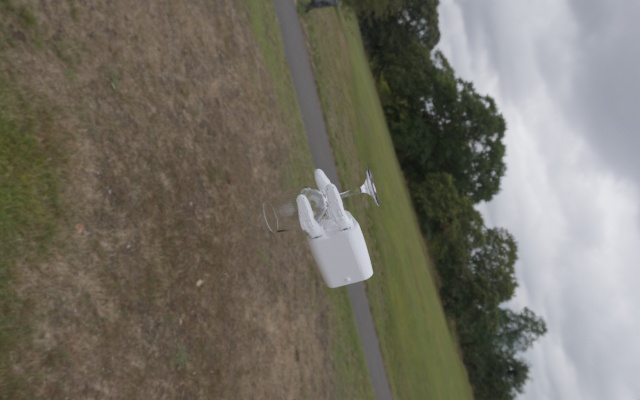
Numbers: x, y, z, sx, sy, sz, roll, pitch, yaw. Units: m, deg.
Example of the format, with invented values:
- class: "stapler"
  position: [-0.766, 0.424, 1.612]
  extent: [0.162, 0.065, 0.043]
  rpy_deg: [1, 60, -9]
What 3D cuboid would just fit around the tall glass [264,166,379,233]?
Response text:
- class: "tall glass"
  position: [0.001, 0.002, 0.866]
  extent: [0.201, 0.079, 0.079]
  rpy_deg: [-16, -3, 12]
